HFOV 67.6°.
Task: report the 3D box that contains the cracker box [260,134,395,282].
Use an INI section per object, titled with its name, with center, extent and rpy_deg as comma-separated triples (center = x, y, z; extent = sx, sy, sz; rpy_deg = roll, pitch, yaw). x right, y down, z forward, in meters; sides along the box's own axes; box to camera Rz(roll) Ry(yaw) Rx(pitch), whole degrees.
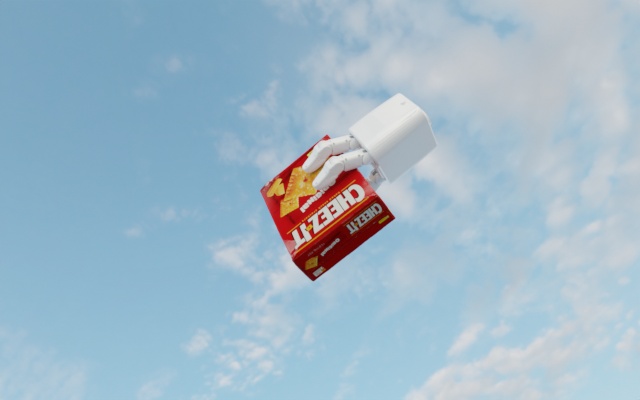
[cracker box]
center = 0.000, 0.003, 0.796
extent = 0.072, 0.164, 0.213
rpy_deg = 48, 6, -38
